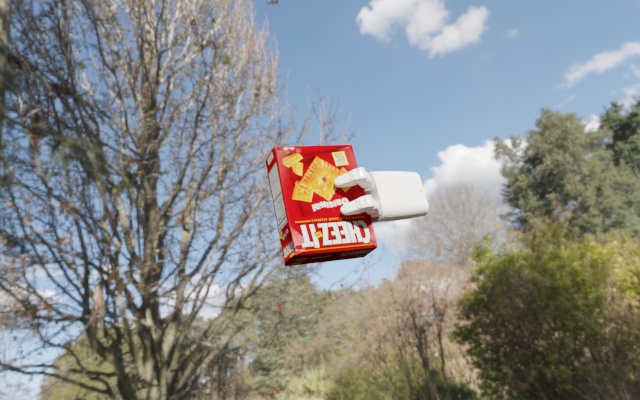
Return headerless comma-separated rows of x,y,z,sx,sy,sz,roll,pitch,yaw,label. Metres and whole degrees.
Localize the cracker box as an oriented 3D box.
0.000,0.003,0.887,0.164,0.213,0.072,-4,-22,-23,cracker box
